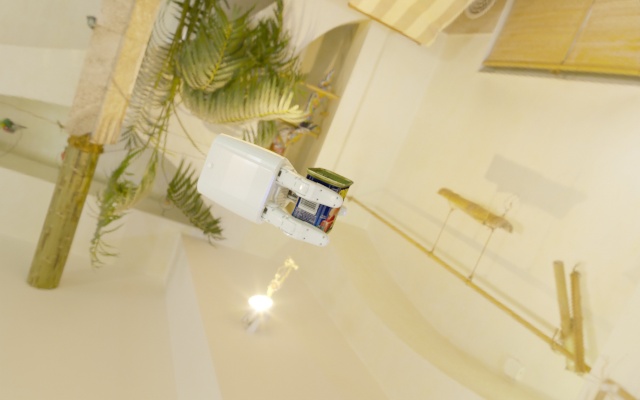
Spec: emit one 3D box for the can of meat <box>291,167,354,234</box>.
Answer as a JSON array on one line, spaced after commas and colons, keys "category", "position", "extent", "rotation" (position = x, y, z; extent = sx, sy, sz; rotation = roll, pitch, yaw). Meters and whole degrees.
[{"category": "can of meat", "position": [0.000, 0.003, 0.678], "extent": [0.057, 0.084, 0.102], "rotation": [24, 9, 11]}]
